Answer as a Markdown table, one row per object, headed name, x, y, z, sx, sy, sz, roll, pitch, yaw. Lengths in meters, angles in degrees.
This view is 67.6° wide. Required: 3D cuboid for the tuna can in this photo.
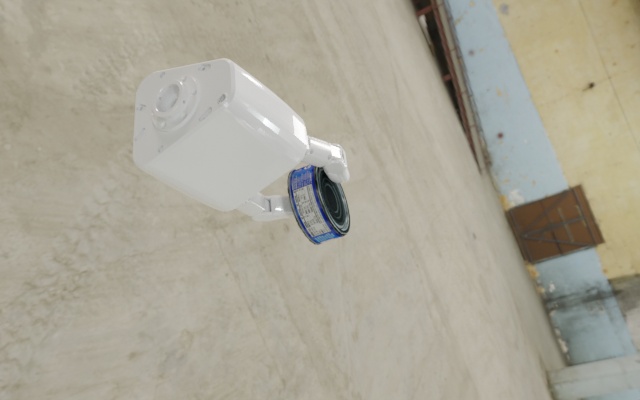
| name | x | y | z | sx | sy | sz | roll | pitch | yaw |
| --- | --- | --- | --- | --- | --- | --- | --- | --- | --- |
| tuna can | 0.001 | 0.001 | 0.508 | 0.034 | 0.086 | 0.086 | -19 | -7 | 19 |
